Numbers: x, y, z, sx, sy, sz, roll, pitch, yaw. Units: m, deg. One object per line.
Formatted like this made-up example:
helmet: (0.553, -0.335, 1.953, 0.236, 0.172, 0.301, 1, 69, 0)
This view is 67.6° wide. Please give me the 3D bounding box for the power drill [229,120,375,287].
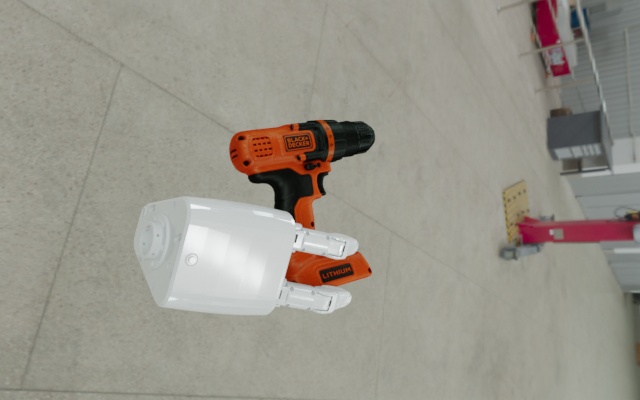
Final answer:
power drill: (0.000, 0.002, 0.540, 0.184, 0.187, 0.057, -11, -3, -30)
